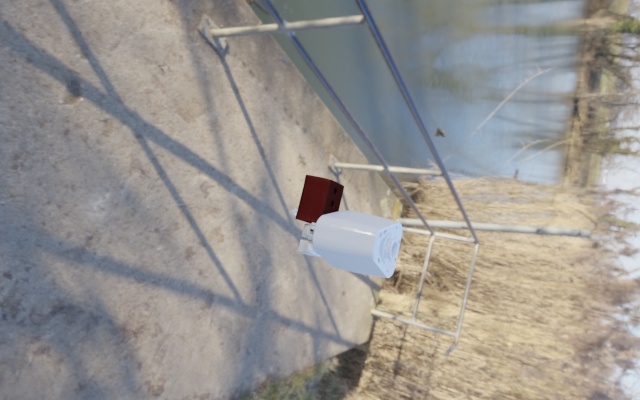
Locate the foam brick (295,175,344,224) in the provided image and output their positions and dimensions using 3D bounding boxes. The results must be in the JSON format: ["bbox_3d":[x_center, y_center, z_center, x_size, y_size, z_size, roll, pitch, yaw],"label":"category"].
[{"bbox_3d":[0.000,0.002,0.804,0.051,0.078,0.053,10,-6,31],"label":"foam brick"}]
